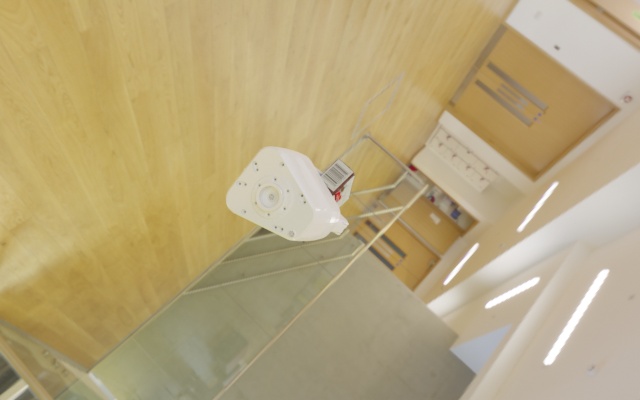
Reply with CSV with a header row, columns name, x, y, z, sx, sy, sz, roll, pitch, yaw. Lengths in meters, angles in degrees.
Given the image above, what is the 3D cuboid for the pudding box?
name,x,y,z,sx,sy,sz,roll,pitch,yaw
pudding box,0.000,0.002,0.723,0.113,0.039,0.090,-42,-15,-18
